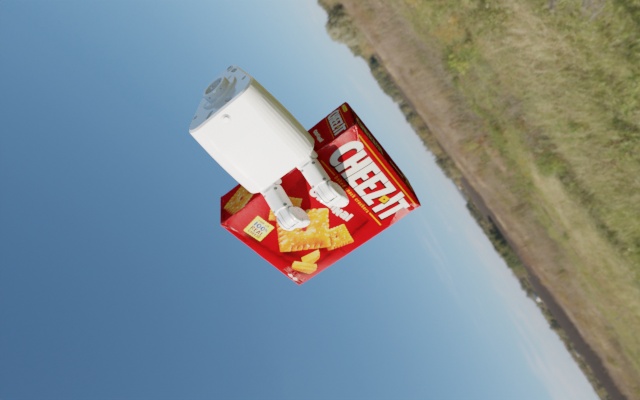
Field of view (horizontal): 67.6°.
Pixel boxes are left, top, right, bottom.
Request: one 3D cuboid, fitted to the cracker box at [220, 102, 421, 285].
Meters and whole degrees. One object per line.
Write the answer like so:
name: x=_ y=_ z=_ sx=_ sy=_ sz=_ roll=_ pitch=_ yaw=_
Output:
cracker box: x=0.000 y=0.002 z=0.637 sx=0.214 sy=0.072 sz=0.164 roll=-35 pitch=-55 yaw=15
